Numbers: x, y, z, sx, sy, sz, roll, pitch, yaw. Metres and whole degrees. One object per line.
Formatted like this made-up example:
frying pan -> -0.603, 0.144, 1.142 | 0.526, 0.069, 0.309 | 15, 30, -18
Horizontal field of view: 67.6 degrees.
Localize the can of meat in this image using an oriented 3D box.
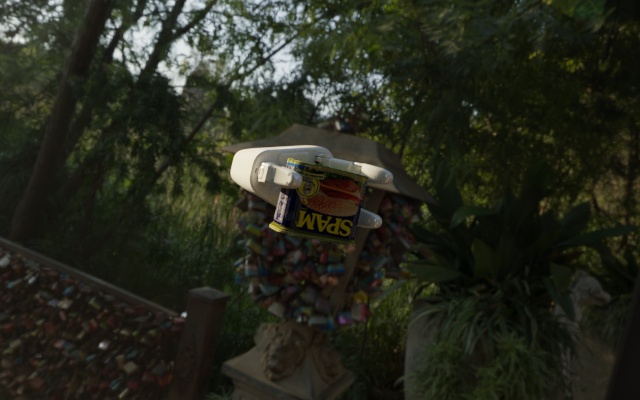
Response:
can of meat -> 0.000, 0.002, 0.561 | 0.102, 0.084, 0.057 | 12, 2, -23
